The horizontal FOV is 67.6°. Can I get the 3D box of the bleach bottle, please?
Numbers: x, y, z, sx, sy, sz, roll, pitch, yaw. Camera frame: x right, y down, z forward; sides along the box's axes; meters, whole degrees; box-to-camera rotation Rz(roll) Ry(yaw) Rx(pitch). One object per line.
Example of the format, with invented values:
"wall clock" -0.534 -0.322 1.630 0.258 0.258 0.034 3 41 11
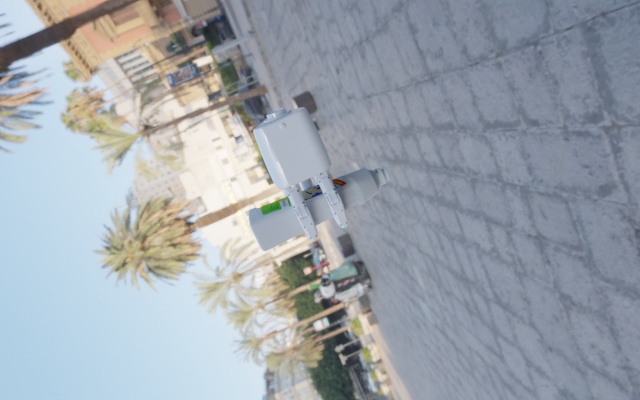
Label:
"bleach bottle" 0.000 0.003 0.839 0.251 0.068 0.102 -24 17 -2
